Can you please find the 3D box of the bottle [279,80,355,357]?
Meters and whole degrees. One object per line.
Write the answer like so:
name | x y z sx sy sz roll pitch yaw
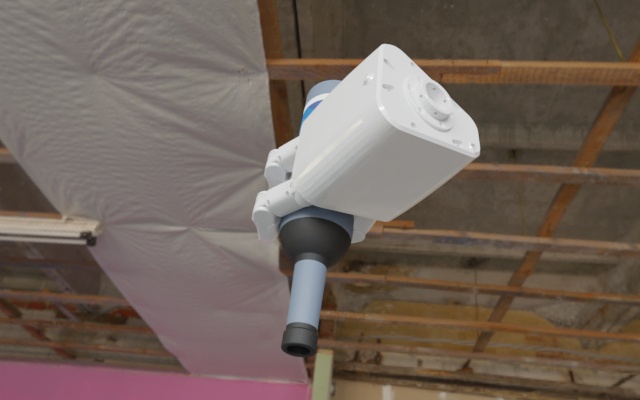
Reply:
bottle | 0.000 0.001 0.455 0.069 0.295 0.069 5 -39 4
